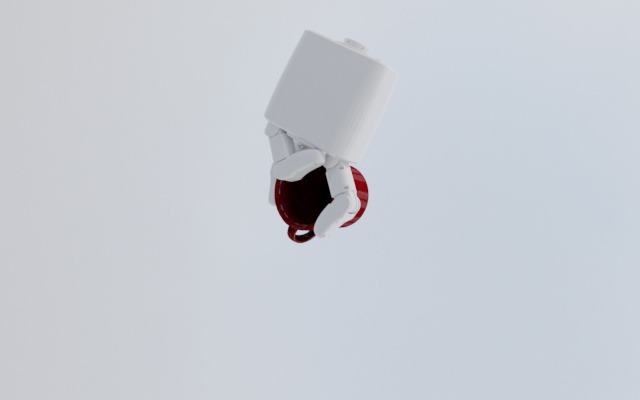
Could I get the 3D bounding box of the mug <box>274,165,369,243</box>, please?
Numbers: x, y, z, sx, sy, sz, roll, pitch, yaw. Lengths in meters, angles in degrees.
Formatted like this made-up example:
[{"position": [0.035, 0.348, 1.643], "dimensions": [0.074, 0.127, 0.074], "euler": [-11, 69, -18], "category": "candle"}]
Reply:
[{"position": [0.000, 0.003, 0.580], "dimensions": [0.093, 0.117, 0.081], "euler": [36, 17, 34], "category": "mug"}]
